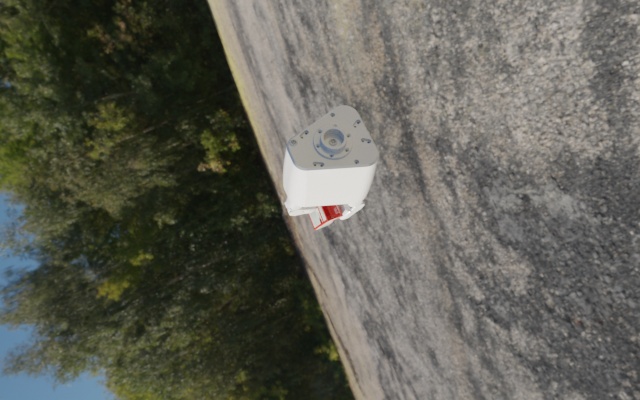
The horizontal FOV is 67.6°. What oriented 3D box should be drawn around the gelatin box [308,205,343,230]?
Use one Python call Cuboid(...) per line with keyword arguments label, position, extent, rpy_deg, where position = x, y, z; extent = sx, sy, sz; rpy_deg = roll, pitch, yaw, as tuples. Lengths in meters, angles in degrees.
Cuboid(label="gelatin box", position=(0.000, 0.003, 0.763), extent=(0.030, 0.073, 0.089), rpy_deg=(-19, -8, -18))
